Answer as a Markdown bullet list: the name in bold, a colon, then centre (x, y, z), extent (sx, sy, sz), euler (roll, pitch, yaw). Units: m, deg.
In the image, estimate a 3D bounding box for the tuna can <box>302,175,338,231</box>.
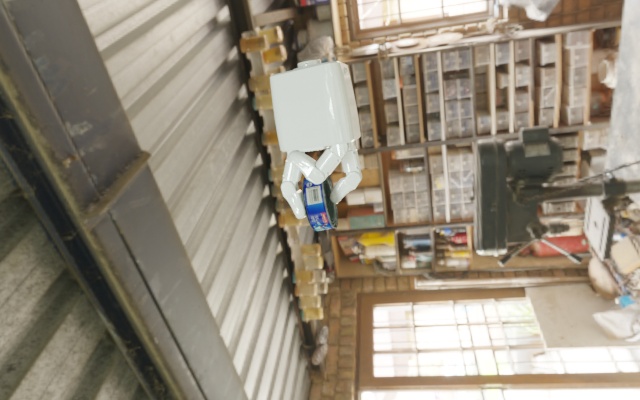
- **tuna can**: centre (0.000, 0.003, 0.715), extent (0.034, 0.086, 0.086), euler (-11, -2, 11)
